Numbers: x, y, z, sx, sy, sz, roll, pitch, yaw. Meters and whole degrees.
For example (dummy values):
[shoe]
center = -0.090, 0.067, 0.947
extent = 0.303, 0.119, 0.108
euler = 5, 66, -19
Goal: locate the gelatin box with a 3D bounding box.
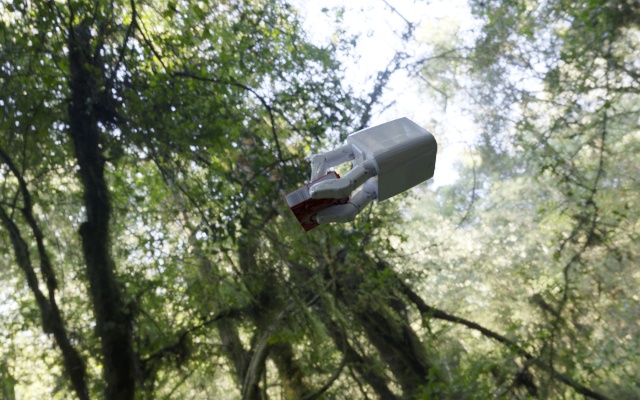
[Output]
[gelatin box]
center = 0.000, 0.002, 0.736
extent = 0.089, 0.030, 0.073
euler = -27, -38, 2
